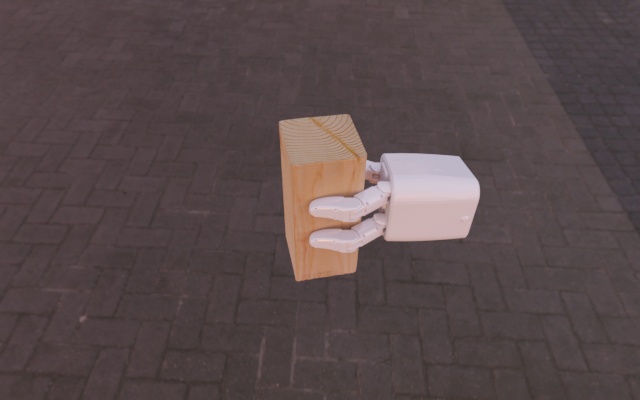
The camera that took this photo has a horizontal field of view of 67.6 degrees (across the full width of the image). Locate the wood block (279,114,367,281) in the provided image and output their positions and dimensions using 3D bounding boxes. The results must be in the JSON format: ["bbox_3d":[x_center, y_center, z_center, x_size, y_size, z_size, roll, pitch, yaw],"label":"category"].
[{"bbox_3d":[0.000,0.002,0.624,0.090,0.206,0.090,-7,44,-9],"label":"wood block"}]
